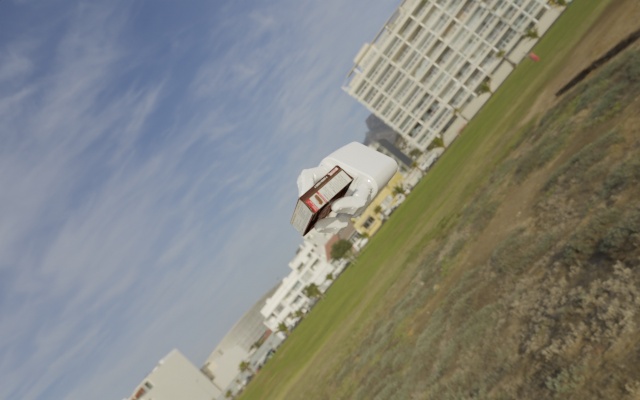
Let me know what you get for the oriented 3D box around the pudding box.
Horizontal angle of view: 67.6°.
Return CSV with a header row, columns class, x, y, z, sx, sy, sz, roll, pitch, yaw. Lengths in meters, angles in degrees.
class,x,y,z,sx,sy,sz,roll,pitch,yaw
pudding box,0.000,0.002,0.761,0.090,0.039,0.113,-42,-11,-22
